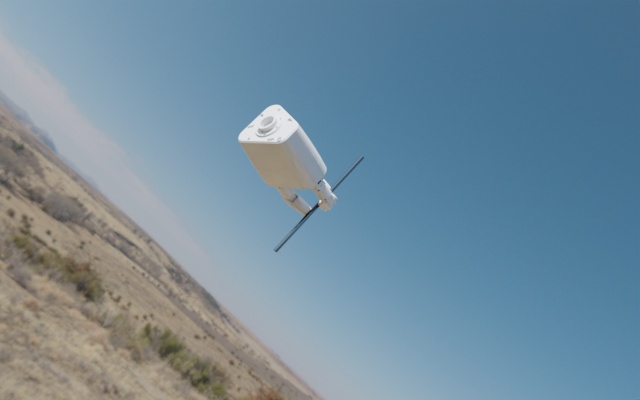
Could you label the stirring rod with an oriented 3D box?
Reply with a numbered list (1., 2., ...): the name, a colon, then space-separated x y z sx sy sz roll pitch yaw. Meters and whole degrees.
1. stirring rod: 0.000 0.003 0.859 0.011 0.239 0.011 39 -17 14
